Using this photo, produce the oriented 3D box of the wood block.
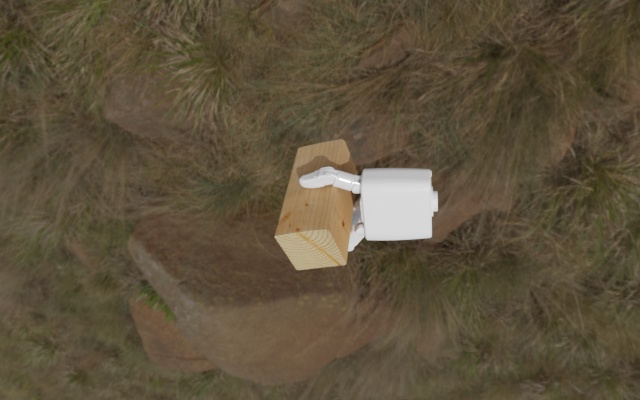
[{"bbox_3d":[0.000,0.002,0.799,0.090,0.206,0.091,-9,-46,20],"label":"wood block"}]
